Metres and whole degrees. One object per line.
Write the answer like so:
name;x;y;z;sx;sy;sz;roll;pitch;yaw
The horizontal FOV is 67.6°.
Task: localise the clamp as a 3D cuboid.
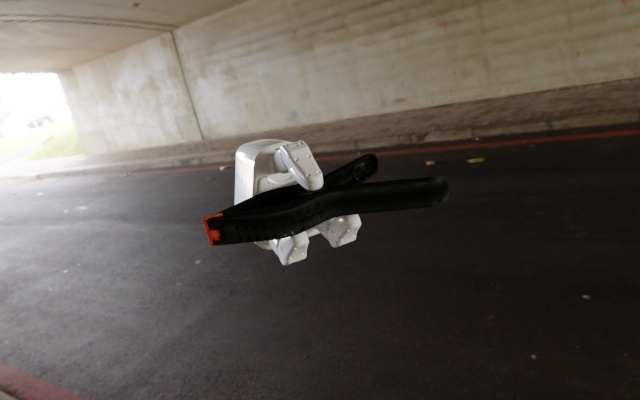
clamp;-0.001;0.001;0.442;0.210;0.036;0.164;-19;17;-19
